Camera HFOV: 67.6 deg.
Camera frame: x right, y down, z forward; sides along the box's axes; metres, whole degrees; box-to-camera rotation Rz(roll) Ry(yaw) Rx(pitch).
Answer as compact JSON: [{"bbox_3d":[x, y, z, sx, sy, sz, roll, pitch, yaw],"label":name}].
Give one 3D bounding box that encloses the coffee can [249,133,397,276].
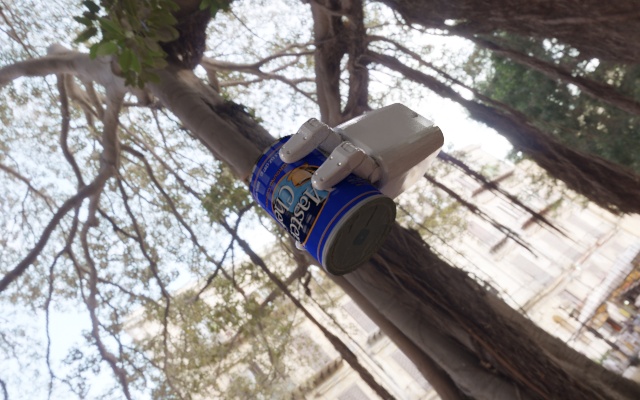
[{"bbox_3d":[0.000,0.002,0.540,0.103,0.103,0.140,0,33,-50],"label":"coffee can"}]
